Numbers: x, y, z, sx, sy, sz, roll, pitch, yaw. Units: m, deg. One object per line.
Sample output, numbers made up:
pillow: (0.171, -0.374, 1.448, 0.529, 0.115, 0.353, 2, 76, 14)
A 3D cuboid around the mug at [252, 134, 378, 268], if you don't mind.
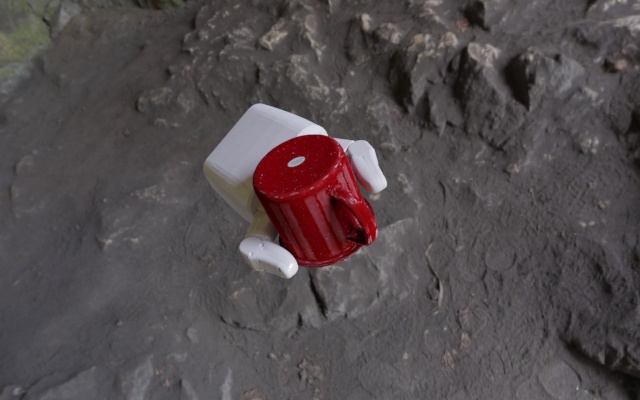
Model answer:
mug: (0.001, 0.002, 0.406, 0.093, 0.082, 0.117, -42, 43, -19)
